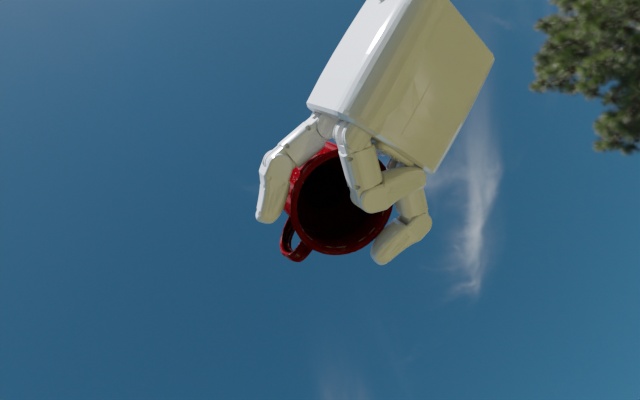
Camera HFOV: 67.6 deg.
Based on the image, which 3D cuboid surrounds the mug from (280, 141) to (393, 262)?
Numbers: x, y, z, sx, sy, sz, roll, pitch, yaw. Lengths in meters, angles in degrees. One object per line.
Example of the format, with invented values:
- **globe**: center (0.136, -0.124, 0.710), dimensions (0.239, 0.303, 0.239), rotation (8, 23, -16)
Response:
- **mug**: center (-0.001, 0.003, 0.431), dimensions (0.093, 0.117, 0.081), rotation (28, 5, -26)
